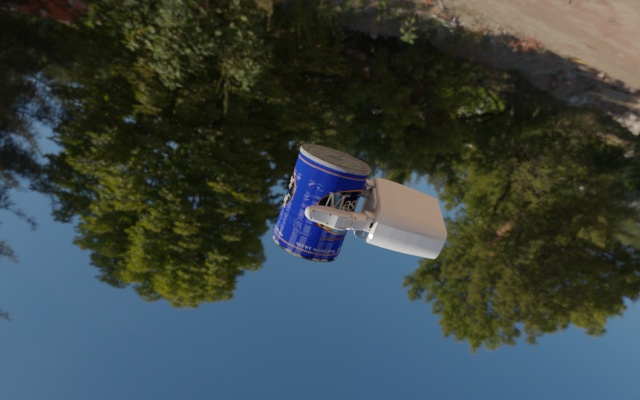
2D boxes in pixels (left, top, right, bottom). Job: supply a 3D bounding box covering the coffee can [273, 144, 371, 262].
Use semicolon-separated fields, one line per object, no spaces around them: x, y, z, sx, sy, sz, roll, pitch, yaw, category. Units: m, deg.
0.000;0.002;0.684;0.103;0.140;0.102;18;16;-5;coffee can
